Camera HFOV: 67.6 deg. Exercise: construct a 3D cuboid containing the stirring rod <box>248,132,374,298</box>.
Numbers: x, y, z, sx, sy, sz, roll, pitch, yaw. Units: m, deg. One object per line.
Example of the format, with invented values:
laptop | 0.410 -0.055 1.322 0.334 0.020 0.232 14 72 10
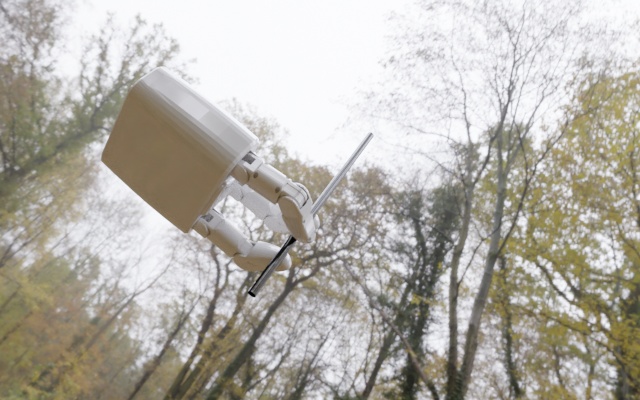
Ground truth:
stirring rod | 0.000 0.002 0.468 0.011 0.011 0.239 0 39 38
